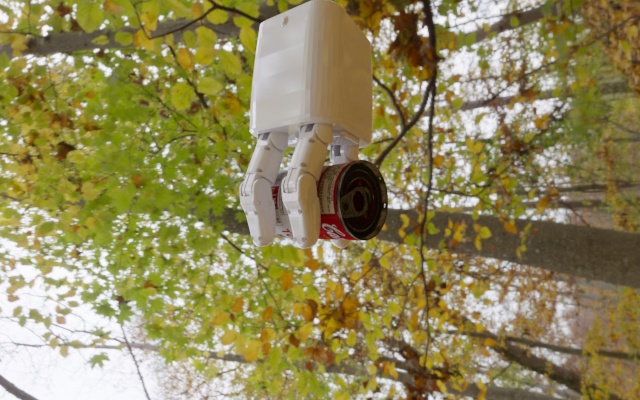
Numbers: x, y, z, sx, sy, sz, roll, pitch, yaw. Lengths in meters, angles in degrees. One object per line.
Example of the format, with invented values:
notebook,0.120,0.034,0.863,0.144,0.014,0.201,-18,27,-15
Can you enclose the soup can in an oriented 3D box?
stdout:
soup can,0.000,0.002,0.433,0.102,0.068,0.068,-3,-2,42
